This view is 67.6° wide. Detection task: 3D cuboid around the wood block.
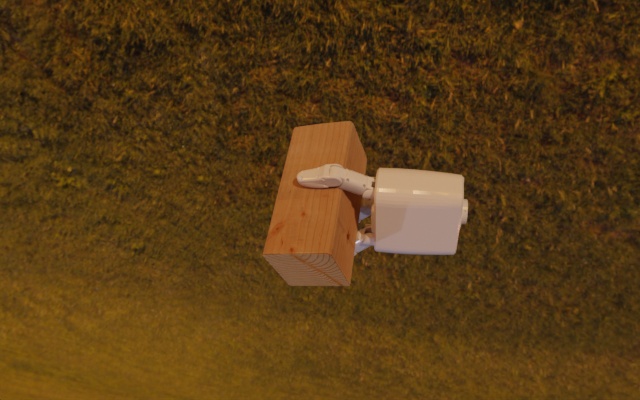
[{"bbox_3d":[0.000,0.002,0.647,0.090,0.206,0.091,-3,-35,20],"label":"wood block"}]
